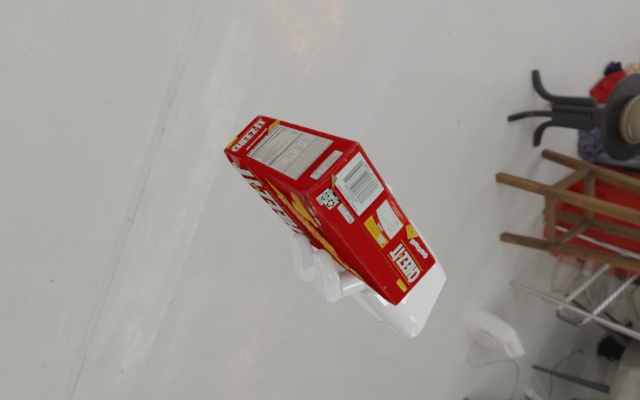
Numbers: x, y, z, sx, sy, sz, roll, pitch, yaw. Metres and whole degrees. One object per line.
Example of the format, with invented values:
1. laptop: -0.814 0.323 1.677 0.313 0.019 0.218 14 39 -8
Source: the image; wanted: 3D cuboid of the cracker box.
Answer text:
1. cracker box: 0.000 0.002 0.511 0.164 0.072 0.213 52 -13 -31
